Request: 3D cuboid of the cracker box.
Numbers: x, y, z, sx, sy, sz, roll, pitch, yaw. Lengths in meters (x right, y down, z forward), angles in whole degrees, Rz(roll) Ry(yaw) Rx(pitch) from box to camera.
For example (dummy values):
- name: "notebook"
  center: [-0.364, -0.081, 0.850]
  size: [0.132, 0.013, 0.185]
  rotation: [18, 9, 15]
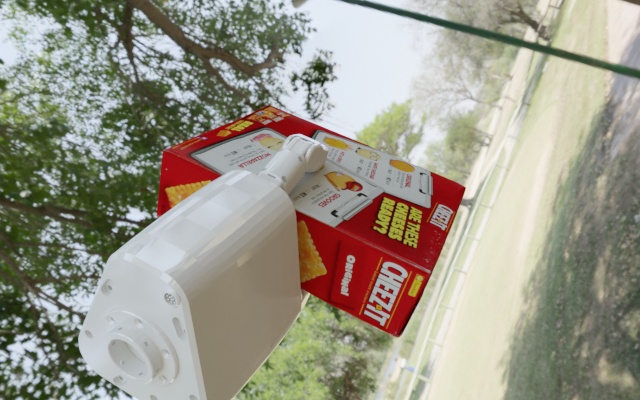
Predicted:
- name: "cracker box"
  center: [0.000, 0.001, 0.409]
  size: [0.213, 0.072, 0.164]
  rotation: [25, 30, 14]
